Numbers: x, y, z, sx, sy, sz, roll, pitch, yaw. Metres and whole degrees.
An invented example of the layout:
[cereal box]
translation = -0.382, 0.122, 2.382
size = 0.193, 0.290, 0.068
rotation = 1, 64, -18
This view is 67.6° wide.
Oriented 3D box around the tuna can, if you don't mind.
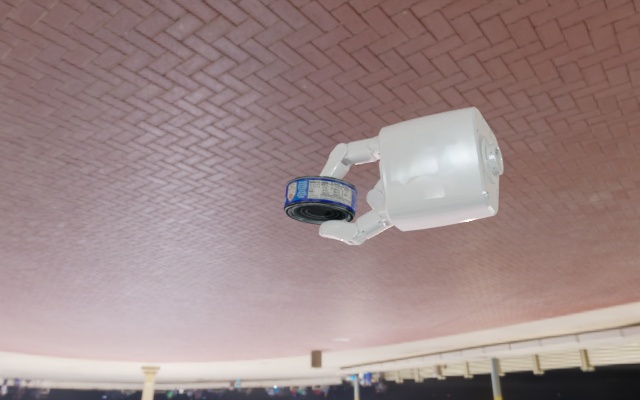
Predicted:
[tuna can]
translation = 0.000, 0.002, 0.563
size = 0.086, 0.033, 0.086
rotation = 5, -19, 2
